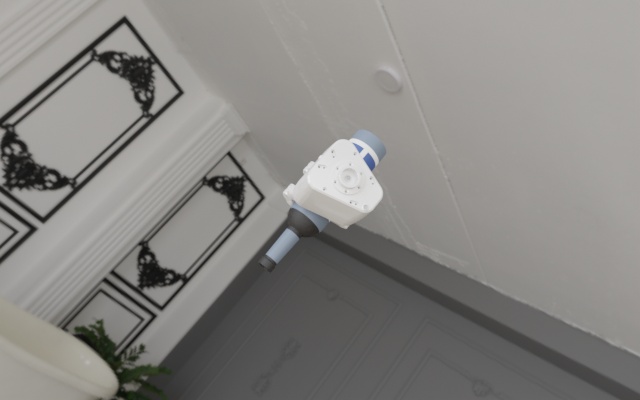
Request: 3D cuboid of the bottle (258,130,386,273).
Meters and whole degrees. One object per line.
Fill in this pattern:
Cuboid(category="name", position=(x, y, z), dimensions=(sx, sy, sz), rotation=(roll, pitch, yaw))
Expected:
Cuboid(category="bottle", position=(0.000, 0.003, 0.819), dimensions=(0.069, 0.295, 0.069), rotation=(37, -17, 13))
